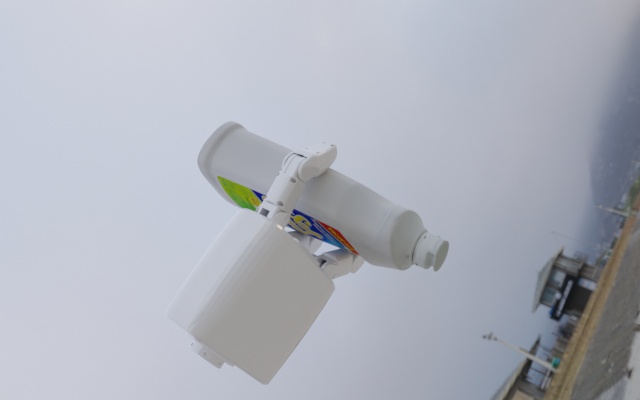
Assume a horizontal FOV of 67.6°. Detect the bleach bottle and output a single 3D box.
[{"bbox_3d":[0.000,0.002,0.458,0.250,0.068,0.103,22,-23,32],"label":"bleach bottle"}]
